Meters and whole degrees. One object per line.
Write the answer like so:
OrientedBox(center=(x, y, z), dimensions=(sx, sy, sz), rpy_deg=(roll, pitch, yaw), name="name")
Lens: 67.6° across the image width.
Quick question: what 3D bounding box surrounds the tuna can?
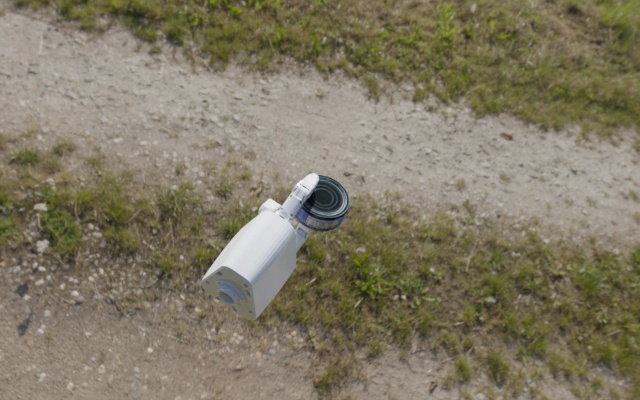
OrientedBox(center=(0.000, 0.002, 0.720), dimensions=(0.086, 0.086, 0.034), rpy_deg=(0, -37, -20), name="tuna can")
